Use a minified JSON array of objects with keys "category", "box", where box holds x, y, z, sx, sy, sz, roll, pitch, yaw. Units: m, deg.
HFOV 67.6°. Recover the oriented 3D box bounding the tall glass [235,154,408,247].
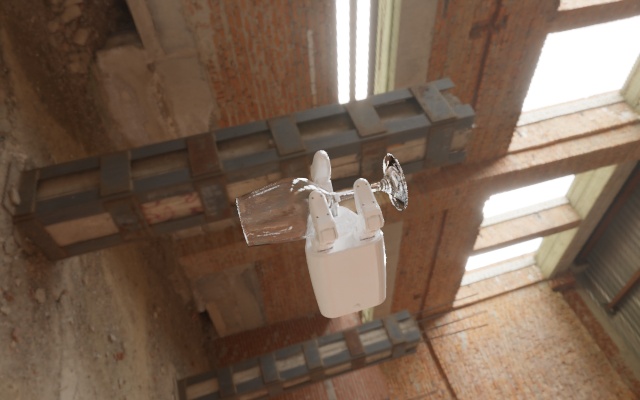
[{"category":"tall glass","box":[0.001,0.002,0.591,0.201,0.079,0.079,-14,2,-9]}]
